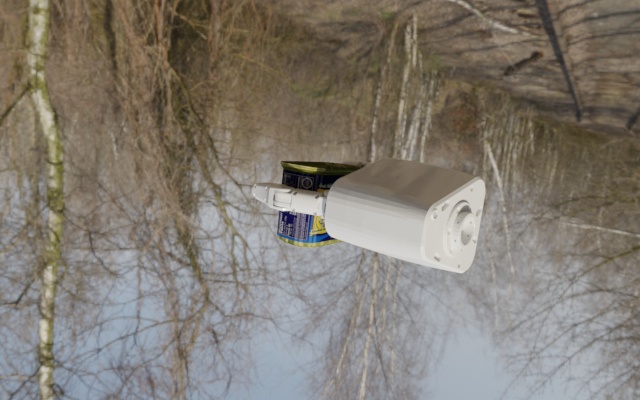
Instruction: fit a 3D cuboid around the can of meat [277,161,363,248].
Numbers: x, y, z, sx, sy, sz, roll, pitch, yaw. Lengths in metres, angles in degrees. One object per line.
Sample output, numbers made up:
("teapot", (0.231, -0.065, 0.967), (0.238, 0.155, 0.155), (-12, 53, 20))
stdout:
("can of meat", (0.000, 0.002, 0.525), (0.057, 0.084, 0.102), (13, 11, 38))
